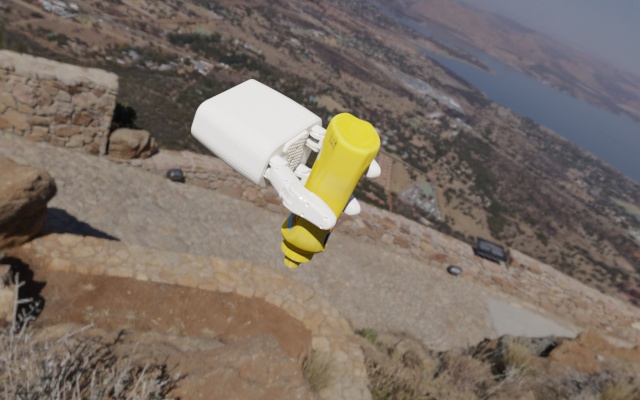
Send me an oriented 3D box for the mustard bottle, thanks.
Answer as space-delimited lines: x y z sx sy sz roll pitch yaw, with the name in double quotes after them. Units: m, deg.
0.000 0.002 0.540 0.058 0.192 0.096 23 28 -7 "mustard bottle"
